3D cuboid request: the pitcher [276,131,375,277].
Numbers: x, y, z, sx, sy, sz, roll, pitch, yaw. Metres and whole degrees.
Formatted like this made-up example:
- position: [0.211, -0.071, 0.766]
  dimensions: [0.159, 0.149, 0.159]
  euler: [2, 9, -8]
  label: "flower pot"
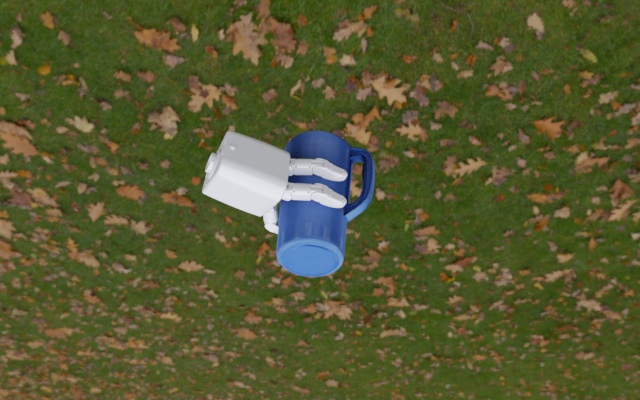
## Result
- position: [0.000, 0.003, 0.825]
  dimensions: [0.145, 0.242, 0.149]
  euler: [22, -43, -20]
  label: "pitcher"
